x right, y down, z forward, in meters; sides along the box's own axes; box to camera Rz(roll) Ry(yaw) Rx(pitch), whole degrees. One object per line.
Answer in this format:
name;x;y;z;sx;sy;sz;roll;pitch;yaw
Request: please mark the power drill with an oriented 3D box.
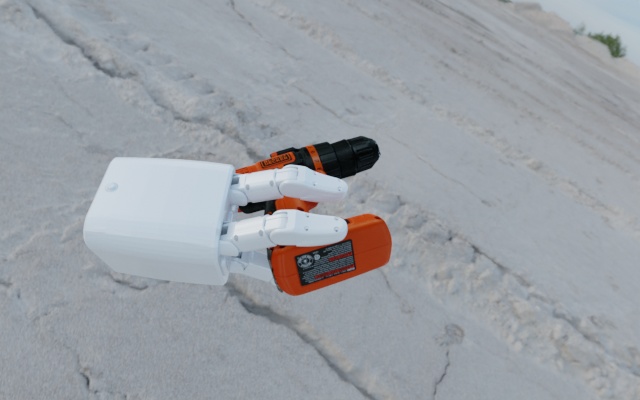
power drill;0.000;0.002;0.478;0.184;0.057;0.187;-19;33;-8
